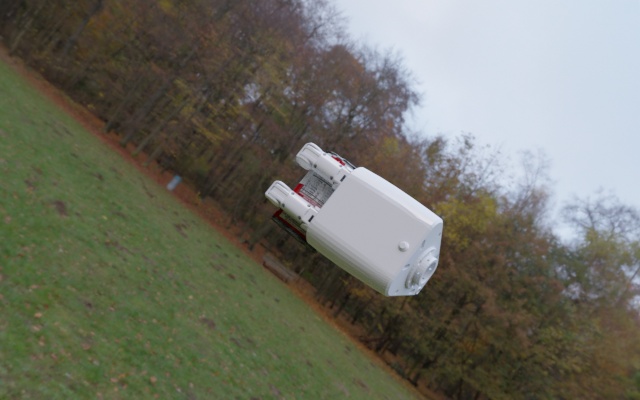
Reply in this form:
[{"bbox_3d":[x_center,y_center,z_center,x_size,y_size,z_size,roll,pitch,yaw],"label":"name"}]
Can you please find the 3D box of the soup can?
[{"bbox_3d":[0.000,0.001,0.554,0.068,0.102,0.068,38,-7,6],"label":"soup can"}]
